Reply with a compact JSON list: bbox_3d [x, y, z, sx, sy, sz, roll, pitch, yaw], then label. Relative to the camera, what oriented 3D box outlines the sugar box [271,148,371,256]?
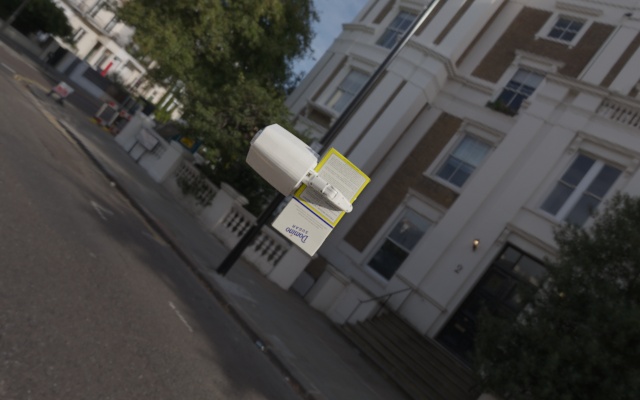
[{"bbox_3d":[0.000,0.003,0.859,0.093,0.176,0.048,39,-3,-4],"label":"sugar box"}]
